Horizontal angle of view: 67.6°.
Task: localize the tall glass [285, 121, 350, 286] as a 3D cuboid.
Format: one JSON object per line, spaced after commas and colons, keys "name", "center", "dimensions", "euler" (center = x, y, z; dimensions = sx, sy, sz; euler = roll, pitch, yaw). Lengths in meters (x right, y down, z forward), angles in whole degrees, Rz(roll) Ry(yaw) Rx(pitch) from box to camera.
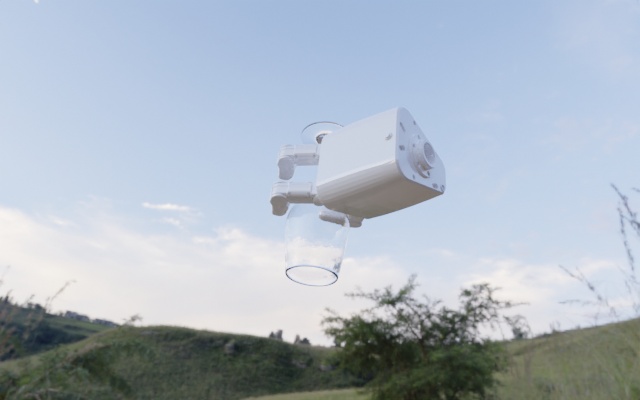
{"name": "tall glass", "center": [0.000, 0.001, 0.597], "dimensions": [0.079, 0.201, 0.079], "euler": [5, -30, 3]}
